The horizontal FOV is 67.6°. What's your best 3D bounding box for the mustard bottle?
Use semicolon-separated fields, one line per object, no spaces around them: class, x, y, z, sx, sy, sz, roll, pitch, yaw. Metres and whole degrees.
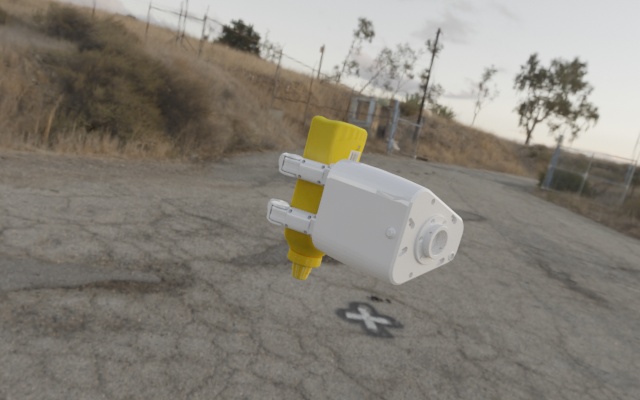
mustard bottle;0.000;0.001;0.564;0.058;0.191;0.096;18;8;20
